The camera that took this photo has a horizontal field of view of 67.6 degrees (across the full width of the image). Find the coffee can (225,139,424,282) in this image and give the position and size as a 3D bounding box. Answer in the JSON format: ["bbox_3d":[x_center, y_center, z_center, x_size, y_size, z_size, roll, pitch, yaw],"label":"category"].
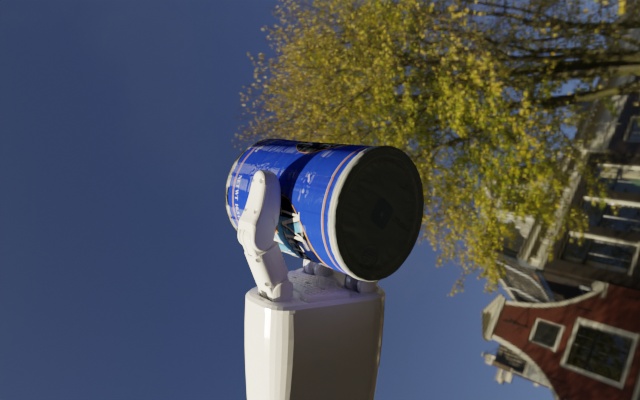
[{"bbox_3d":[0.000,0.001,0.406,0.103,0.103,0.140,0,8,-43],"label":"coffee can"}]
